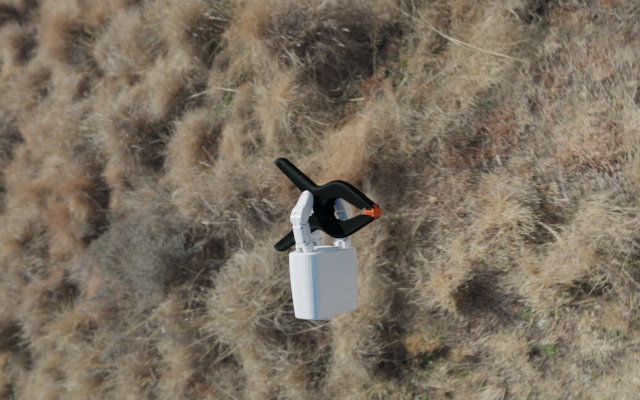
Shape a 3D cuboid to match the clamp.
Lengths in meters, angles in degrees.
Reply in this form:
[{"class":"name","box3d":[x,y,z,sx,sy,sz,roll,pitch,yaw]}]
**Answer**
[{"class":"clamp","box3d":[0.000,0.003,0.788,0.210,0.164,0.036,-4,2,34]}]
